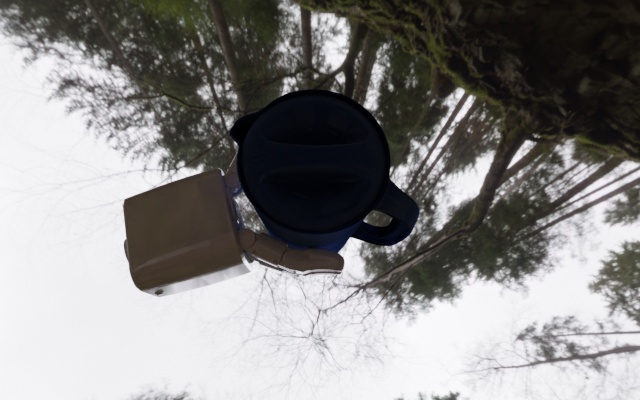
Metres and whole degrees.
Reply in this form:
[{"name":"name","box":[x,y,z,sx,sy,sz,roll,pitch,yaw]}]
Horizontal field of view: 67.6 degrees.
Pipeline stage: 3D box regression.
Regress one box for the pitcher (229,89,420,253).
[{"name":"pitcher","box":[0.000,0.002,0.516,0.145,0.149,0.243,-18,-15,-7]}]
